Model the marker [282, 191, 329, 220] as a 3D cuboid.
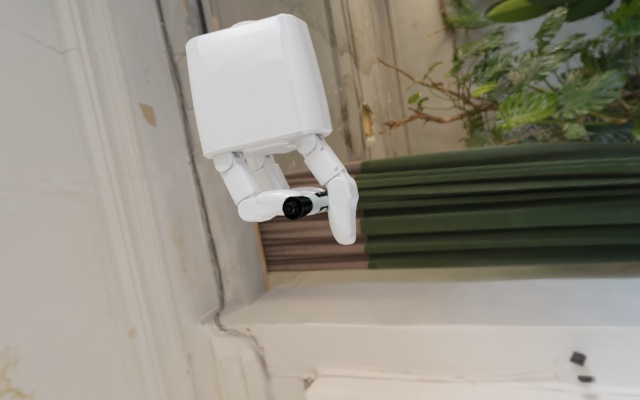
[{"bbox_3d":[0.000,0.001,0.420,0.020,0.020,0.121,0,4,23],"label":"marker"}]
